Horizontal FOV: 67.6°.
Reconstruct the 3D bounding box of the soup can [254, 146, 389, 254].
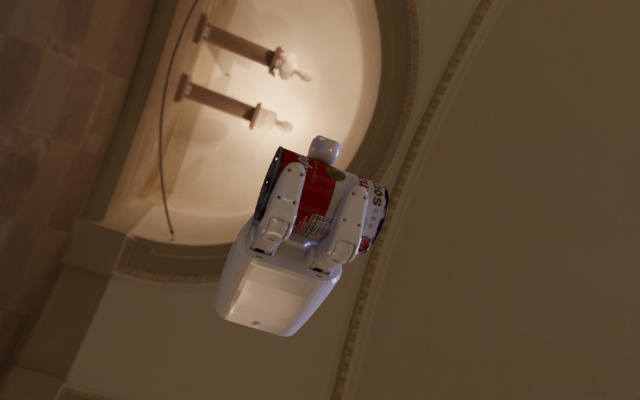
[{"bbox_3d":[0.001,0.001,0.422,0.102,0.068,0.068,20,-4,-11],"label":"soup can"}]
